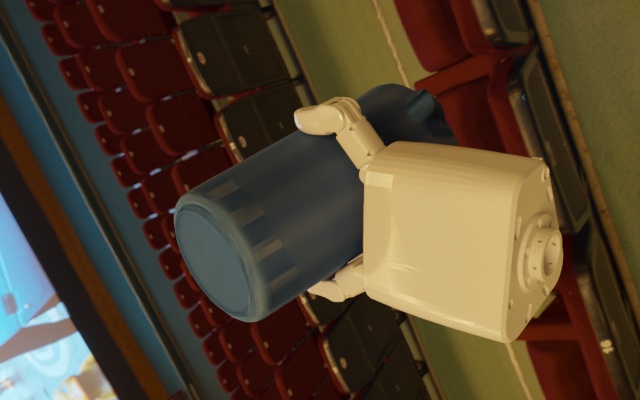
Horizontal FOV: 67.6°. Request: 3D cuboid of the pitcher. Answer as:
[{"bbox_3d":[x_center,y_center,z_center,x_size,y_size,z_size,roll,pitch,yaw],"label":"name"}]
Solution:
[{"bbox_3d":[0.000,0.001,0.423,0.145,0.149,0.242,13,34,44],"label":"pitcher"}]
